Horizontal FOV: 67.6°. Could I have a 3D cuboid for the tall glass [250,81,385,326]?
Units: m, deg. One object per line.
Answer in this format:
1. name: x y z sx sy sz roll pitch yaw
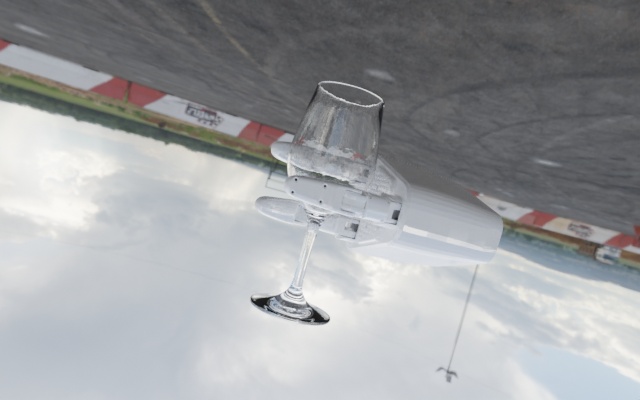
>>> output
1. tall glass: 0.000 0.002 0.423 0.079 0.201 0.079 15 2 -1
